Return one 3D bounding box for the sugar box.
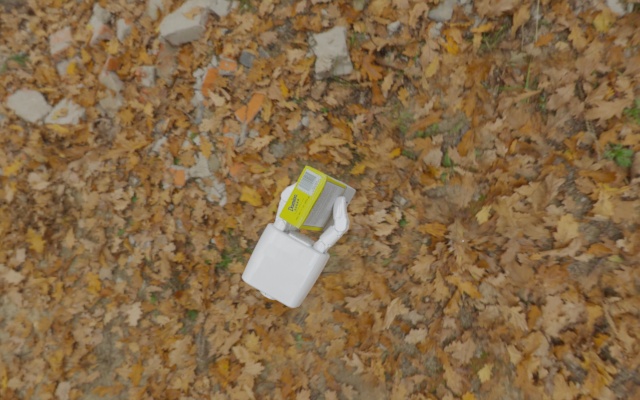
[{"bbox_3d":[0.000,0.002,0.805,0.048,0.093,0.176,31,4,17],"label":"sugar box"}]
